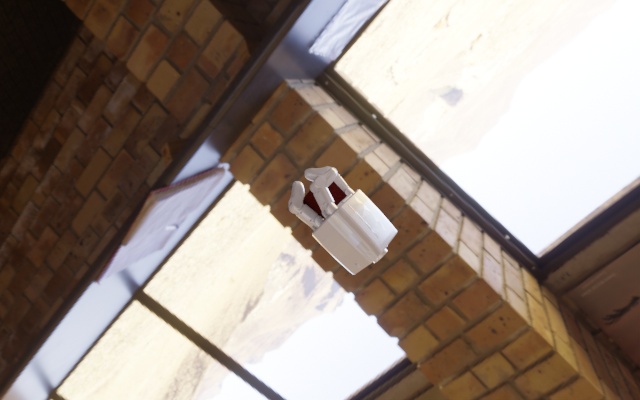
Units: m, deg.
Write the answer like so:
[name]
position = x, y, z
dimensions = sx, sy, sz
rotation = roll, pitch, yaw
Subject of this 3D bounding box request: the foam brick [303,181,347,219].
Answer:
[foam brick]
position = 0.000, 0.003, 0.869
dimensions = 0.053, 0.051, 0.078
rotation = -41, -4, -35
